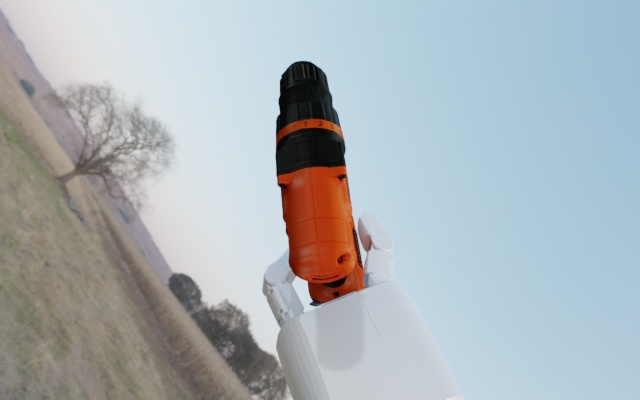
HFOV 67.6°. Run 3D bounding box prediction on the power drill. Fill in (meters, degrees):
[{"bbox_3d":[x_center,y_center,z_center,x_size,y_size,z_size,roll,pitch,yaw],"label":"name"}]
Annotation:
[{"bbox_3d":[0.000,0.002,0.413,0.057,0.184,0.188,-7,-28,5],"label":"power drill"}]
